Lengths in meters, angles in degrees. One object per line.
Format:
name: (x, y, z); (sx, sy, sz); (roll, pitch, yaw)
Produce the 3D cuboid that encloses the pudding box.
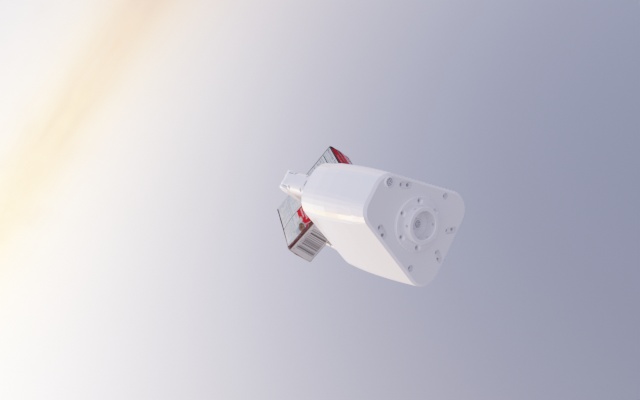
pudding box: (0.000, 0.002, 0.568); (0.039, 0.113, 0.090); (34, 18, -28)
